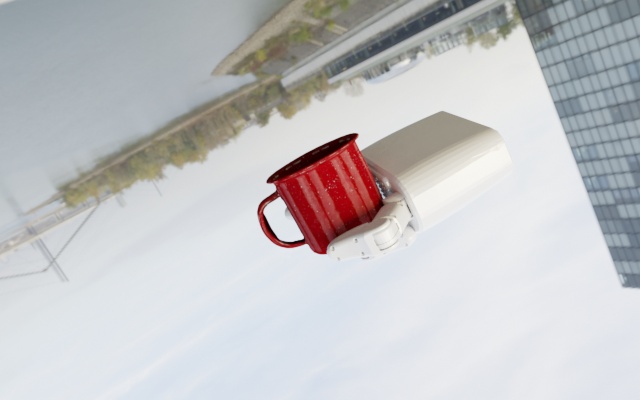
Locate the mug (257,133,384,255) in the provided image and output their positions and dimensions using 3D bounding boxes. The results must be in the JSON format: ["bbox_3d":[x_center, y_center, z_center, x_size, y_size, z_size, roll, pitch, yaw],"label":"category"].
[{"bbox_3d":[-0.001,0.002,0.433,0.117,0.081,0.093,-29,12,-7],"label":"mug"}]
